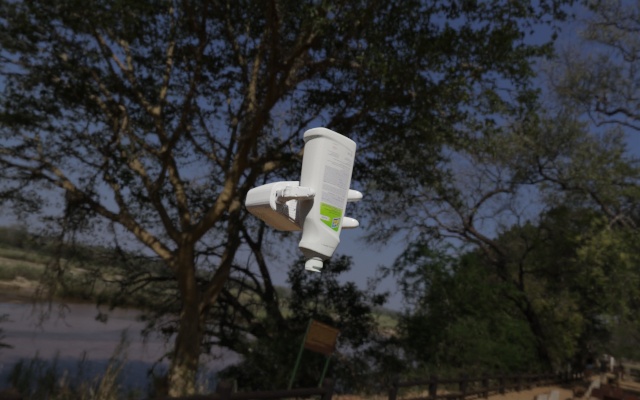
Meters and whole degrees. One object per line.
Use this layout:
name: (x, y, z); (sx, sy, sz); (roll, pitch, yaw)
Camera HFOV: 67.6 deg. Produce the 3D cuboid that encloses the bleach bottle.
bleach bottle: (0.000, 0.003, 0.871); (0.102, 0.250, 0.068); (19, -15, -36)
